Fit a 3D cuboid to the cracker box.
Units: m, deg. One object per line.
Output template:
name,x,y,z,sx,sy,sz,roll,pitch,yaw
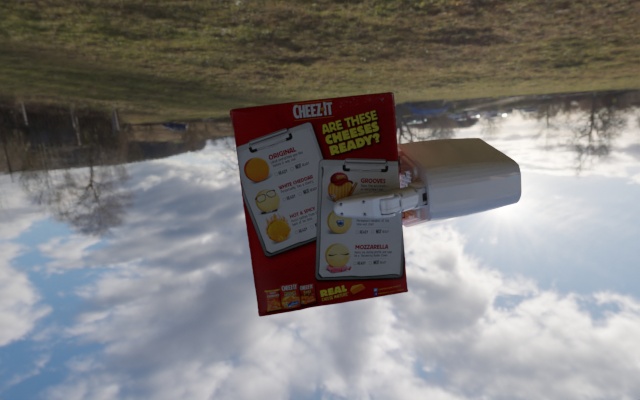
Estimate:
cracker box,0.000,0.002,0.512,0.164,0.214,0.072,-8,10,-8
